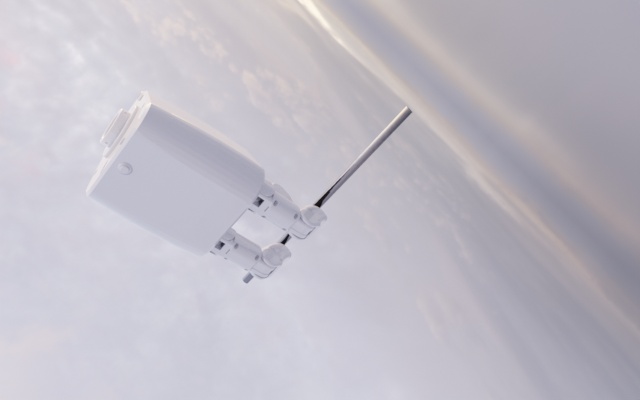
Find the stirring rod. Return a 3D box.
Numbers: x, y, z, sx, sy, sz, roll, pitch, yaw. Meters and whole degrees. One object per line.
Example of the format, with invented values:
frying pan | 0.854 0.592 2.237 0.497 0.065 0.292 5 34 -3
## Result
stirring rod | 0.000 0.001 0.461 0.239 0.011 0.011 -46 -19 19
